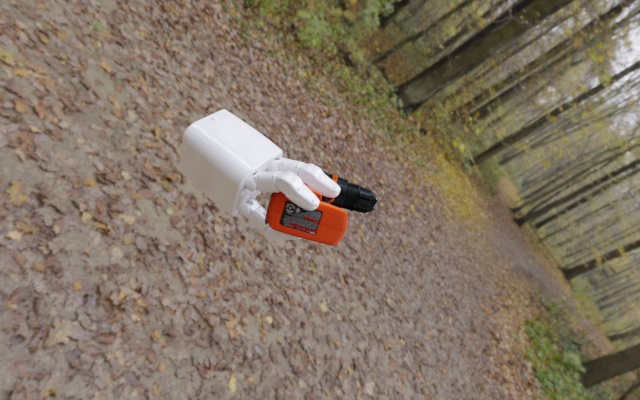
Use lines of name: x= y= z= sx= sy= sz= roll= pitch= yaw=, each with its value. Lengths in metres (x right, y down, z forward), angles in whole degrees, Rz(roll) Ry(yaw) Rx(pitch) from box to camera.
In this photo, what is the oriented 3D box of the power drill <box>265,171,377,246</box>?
power drill: x=0.000 y=0.002 z=0.703 sx=0.184 sy=0.057 sz=0.187 roll=15 pitch=16 yaw=-3
